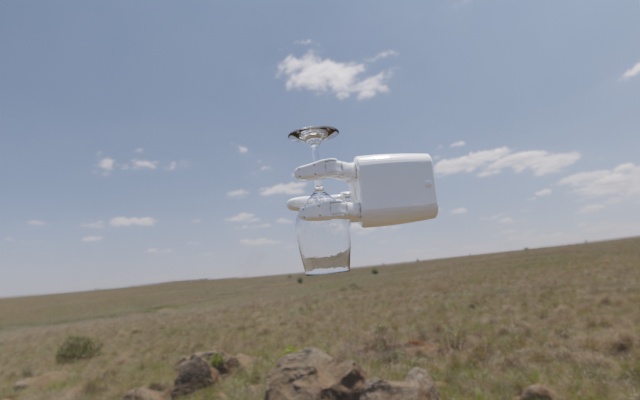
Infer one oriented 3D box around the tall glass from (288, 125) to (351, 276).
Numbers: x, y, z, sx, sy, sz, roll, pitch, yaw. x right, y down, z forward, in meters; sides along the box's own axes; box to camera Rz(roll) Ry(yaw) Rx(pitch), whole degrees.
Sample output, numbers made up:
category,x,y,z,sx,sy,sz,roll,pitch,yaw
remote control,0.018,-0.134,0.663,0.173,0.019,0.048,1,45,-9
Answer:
category,x,y,z,sx,sy,sz,roll,pitch,yaw
tall glass,0.000,0.002,0.670,0.079,0.201,0.079,-5,-9,-1
